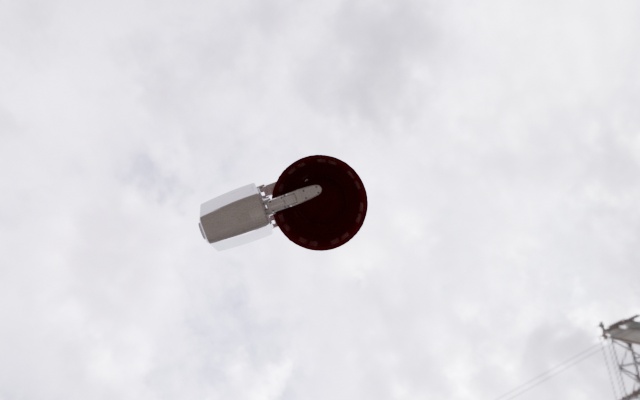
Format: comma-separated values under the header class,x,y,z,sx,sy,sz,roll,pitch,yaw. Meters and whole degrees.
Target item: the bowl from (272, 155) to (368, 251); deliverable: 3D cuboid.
class,x,y,z,sx,sy,sz,roll,pitch,yaw
bowl,0.001,0.003,0.820,0.162,0.162,0.055,0,4,5
